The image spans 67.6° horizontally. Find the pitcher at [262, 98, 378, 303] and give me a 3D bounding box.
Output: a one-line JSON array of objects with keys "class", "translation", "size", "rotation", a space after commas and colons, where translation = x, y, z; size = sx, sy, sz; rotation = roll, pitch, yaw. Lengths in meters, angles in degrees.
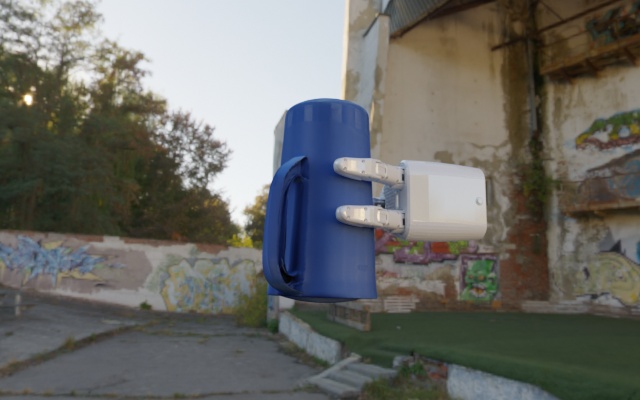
[{"class": "pitcher", "translation": [0.000, 0.002, 0.586], "size": [0.145, 0.242, 0.149], "rotation": [3, -10, -11]}]
